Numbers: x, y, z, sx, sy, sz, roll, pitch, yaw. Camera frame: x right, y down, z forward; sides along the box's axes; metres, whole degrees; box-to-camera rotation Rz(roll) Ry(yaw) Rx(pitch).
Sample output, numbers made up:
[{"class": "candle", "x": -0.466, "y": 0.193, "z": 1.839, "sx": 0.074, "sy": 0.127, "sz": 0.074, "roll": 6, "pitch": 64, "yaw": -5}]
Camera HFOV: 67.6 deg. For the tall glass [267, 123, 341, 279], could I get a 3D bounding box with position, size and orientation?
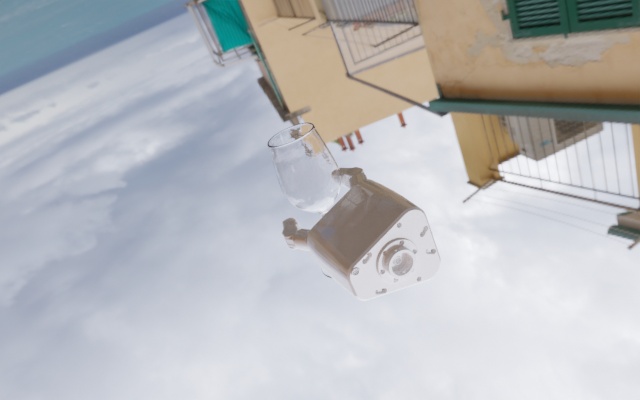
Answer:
[{"class": "tall glass", "x": 0.000, "y": 0.003, "z": 0.621, "sx": 0.079, "sy": 0.201, "sz": 0.079, "roll": -20, "pitch": 25, "yaw": 10}]
